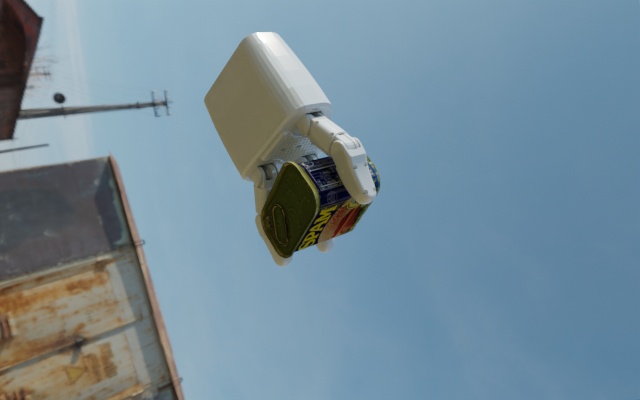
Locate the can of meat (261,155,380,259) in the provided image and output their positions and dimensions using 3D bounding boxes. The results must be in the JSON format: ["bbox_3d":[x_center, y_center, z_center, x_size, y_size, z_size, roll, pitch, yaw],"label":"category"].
[{"bbox_3d":[0.000,0.001,0.463,0.084,0.057,0.102,-17,-28,-36],"label":"can of meat"}]
